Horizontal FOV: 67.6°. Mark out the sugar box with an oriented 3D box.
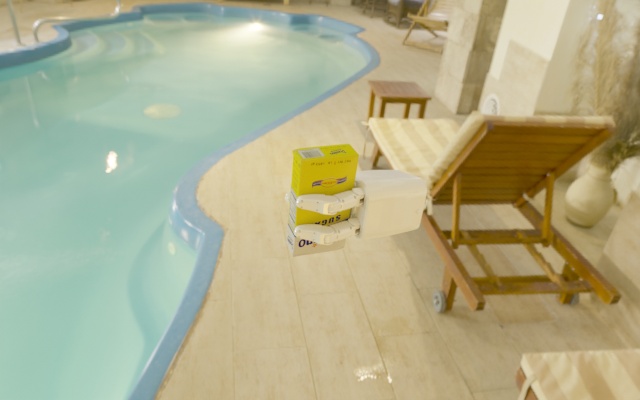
[{"bbox_3d":[0.000,0.003,0.739,0.093,0.176,0.048,-7,33,-19],"label":"sugar box"}]
